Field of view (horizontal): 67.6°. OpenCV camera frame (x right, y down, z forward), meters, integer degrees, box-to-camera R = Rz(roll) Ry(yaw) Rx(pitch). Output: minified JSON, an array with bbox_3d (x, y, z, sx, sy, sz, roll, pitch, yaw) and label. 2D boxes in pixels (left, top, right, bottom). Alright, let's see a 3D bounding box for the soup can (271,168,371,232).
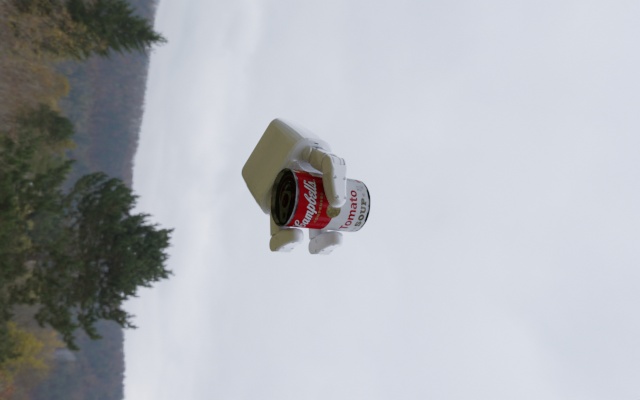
[{"bbox_3d":[0.001,0.002,0.572,0.102,0.068,0.068,7,-4,-30],"label":"soup can"}]
